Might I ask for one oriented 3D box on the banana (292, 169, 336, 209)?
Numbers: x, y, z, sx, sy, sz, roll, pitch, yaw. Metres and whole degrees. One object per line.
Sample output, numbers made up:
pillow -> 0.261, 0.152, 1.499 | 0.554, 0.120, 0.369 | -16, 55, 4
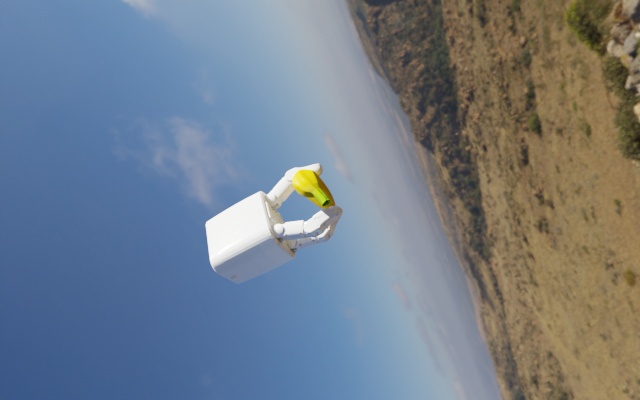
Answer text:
banana -> -0.010, -0.014, 0.712 | 0.037, 0.069, 0.198 | -32, -4, 4
